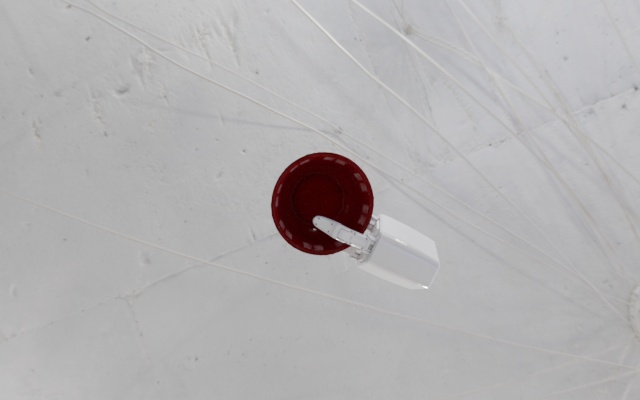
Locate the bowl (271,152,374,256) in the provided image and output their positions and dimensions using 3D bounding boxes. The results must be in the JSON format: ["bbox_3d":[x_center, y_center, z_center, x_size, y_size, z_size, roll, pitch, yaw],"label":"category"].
[{"bbox_3d":[-0.001,0.002,0.758,0.162,0.162,0.055,0,9,-10],"label":"bowl"}]
